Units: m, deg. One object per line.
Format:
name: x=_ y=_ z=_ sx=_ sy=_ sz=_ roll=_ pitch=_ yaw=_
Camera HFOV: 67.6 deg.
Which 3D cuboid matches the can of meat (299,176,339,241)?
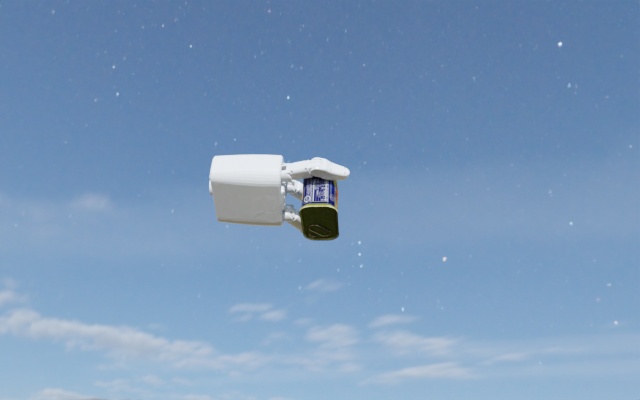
can of meat: x=0.000 y=0.002 z=0.751 sx=0.057 sy=0.084 sz=0.102 roll=-1 pitch=-34 yaw=4
